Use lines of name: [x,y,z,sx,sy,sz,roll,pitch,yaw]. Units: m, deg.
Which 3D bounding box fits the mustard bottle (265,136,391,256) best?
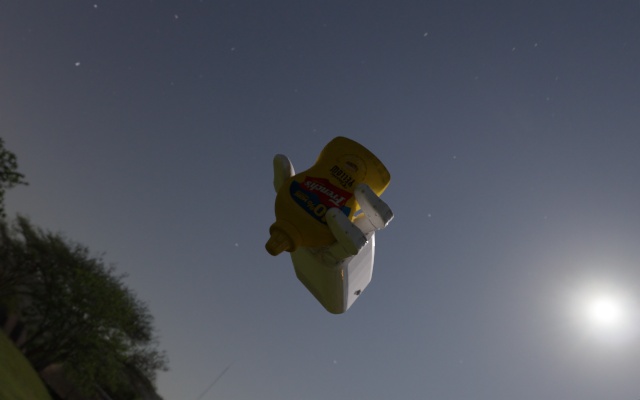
mustard bottle: [0.000,0.002,0.592,0.191,0.096,0.058,-44,-9,-34]
